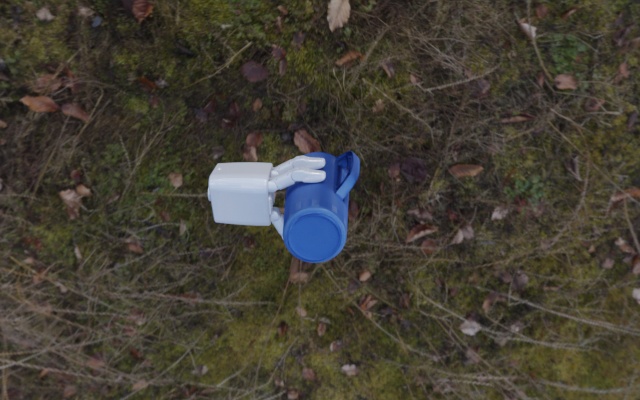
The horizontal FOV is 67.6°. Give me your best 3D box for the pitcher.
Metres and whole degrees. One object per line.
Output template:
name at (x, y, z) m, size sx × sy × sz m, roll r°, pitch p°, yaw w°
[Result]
pitcher at (0.000, 0.003, 0.894) m, size 0.145 × 0.149 × 0.242 m, roll 2°, pitch 26°, yaw 0°
